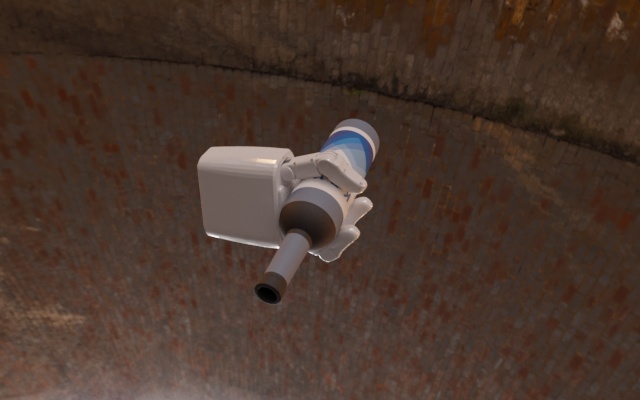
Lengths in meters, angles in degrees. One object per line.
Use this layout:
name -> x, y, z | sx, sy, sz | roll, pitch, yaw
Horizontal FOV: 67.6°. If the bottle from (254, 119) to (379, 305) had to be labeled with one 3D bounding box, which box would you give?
bottle -> 0.000, 0.002, 0.547 | 0.069, 0.069, 0.295 | 0, 35, 24
